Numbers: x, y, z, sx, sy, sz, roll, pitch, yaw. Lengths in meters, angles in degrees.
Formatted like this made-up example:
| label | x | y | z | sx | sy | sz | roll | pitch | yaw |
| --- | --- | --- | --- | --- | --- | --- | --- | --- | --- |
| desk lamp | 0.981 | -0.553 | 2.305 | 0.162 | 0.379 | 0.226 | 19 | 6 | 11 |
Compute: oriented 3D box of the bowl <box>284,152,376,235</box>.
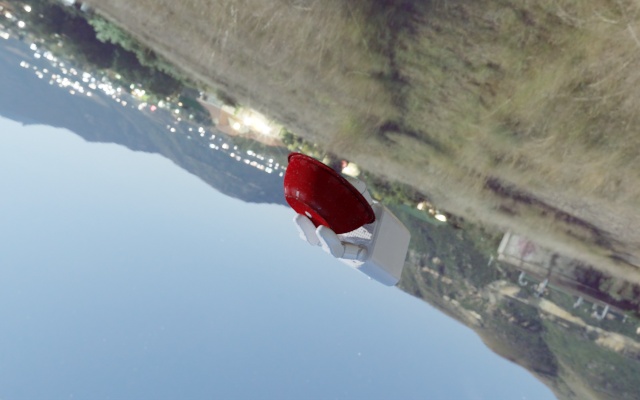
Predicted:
| label | x | y | z | sx | sy | sz | roll | pitch | yaw |
| --- | --- | --- | --- | --- | --- | --- | --- | --- | --- |
| bowl | -0.001 | 0.002 | 0.706 | 0.162 | 0.055 | 0.162 | 36 | -15 | 11 |
